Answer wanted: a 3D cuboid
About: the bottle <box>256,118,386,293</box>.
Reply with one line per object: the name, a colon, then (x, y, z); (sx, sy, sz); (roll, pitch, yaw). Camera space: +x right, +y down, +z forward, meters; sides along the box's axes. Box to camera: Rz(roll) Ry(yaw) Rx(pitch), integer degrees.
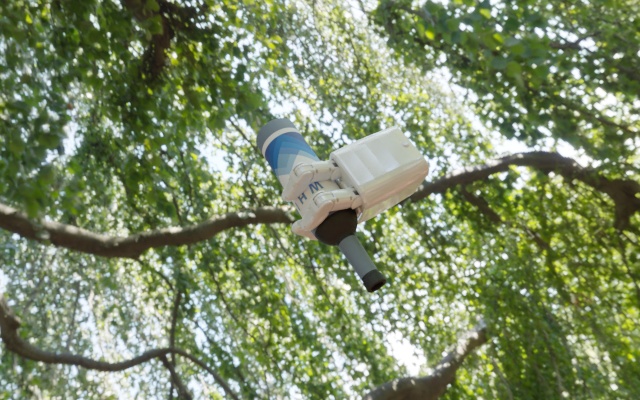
bottle: (0.000, 0.002, 0.668); (0.069, 0.295, 0.069); (-24, -32, -16)
